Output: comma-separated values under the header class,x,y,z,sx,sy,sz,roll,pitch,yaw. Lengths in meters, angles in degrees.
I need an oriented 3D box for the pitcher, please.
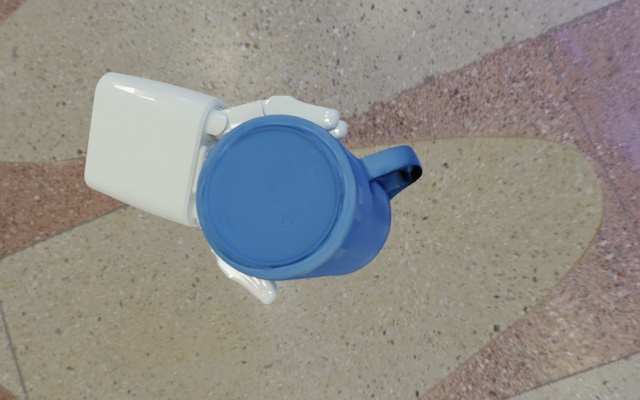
class,x,y,z,sx,sy,sz,roll,pitch,yaw
pitcher,0.000,0.001,0.413,0.145,0.149,0.243,20,-1,11
